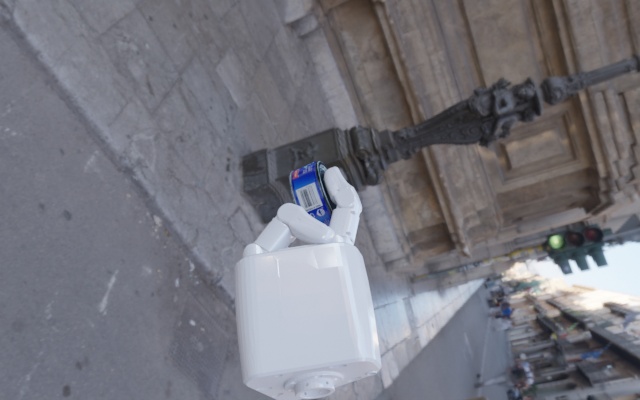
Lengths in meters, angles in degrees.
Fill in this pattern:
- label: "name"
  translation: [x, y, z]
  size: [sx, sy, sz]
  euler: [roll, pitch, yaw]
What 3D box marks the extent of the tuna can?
- label: "tuna can"
  translation: [0.001, 0.001, 0.513]
  size: [0.034, 0.086, 0.086]
  euler: [-22, -5, 13]
